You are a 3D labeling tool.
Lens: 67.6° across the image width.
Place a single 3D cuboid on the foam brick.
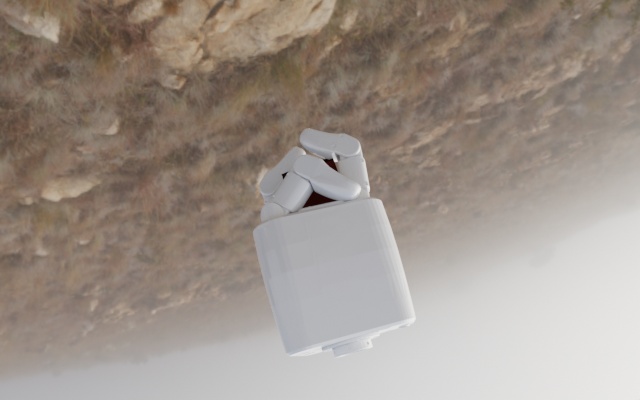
[{"bbox_3d":[0.000,0.002,0.467,0.053,0.051,0.078,-18,-20,5],"label":"foam brick"}]
